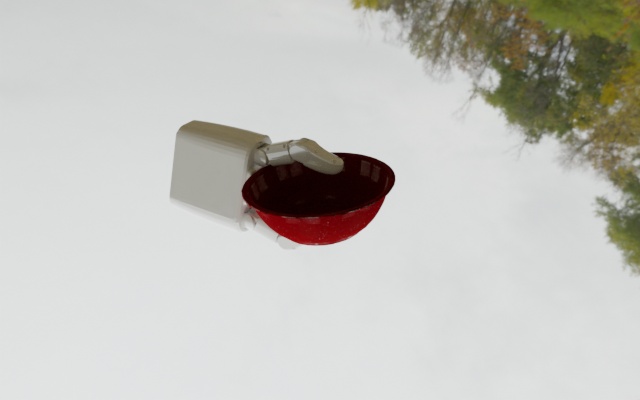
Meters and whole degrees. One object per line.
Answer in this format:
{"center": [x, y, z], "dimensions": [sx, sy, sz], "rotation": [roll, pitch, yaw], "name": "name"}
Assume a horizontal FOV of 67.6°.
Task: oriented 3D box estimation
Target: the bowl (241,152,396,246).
{"center": [0.001, 0.002, 0.512], "dimensions": [0.162, 0.055, 0.162], "rotation": [-5, 26, 3], "name": "bowl"}
